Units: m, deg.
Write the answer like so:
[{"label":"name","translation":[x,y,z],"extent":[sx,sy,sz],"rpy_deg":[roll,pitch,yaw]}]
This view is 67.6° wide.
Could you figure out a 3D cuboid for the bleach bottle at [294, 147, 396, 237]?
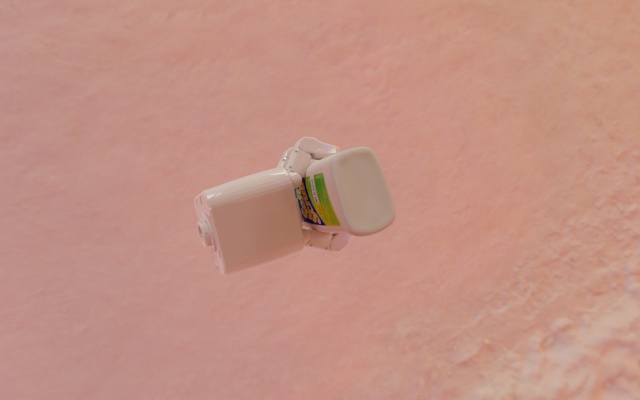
[{"label":"bleach bottle","translation":[0.000,0.002,0.639],"extent":[0.068,0.102,0.251],"rpy_deg":[-18,0,-24]}]
